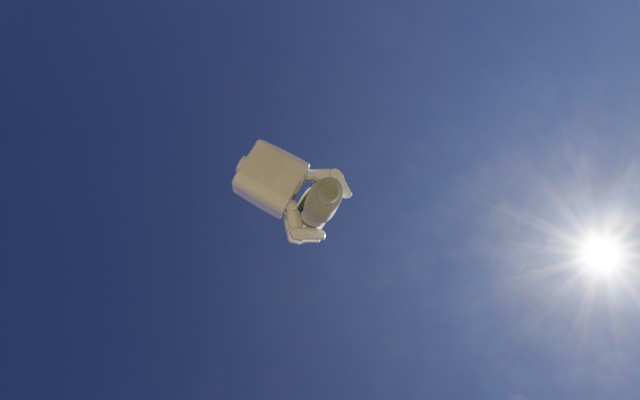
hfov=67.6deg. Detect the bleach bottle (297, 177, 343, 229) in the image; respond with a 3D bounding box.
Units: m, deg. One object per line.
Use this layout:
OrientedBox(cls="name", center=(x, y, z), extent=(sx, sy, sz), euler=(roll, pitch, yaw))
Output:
OrientedBox(cls="bleach bottle", center=(0.000, 0.003, 0.861), extent=(0.068, 0.102, 0.251), euler=(28, -14, -2))
